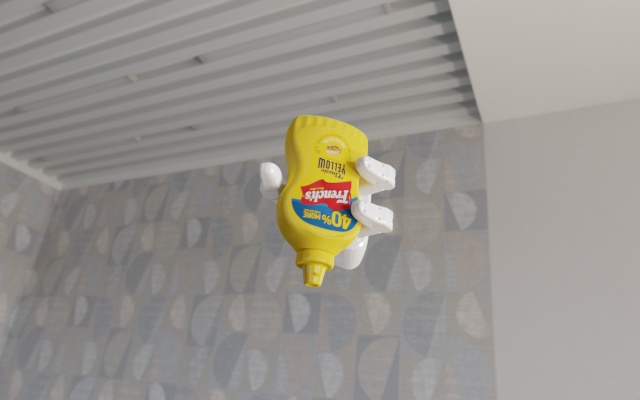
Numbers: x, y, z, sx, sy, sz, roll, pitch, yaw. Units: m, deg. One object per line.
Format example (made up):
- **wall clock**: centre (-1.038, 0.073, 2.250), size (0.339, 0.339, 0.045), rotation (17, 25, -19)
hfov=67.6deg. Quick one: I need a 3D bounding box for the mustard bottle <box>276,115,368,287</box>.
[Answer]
- **mustard bottle**: centre (0.000, 0.001, 0.536), size (0.096, 0.191, 0.058), rotation (15, -25, -19)
